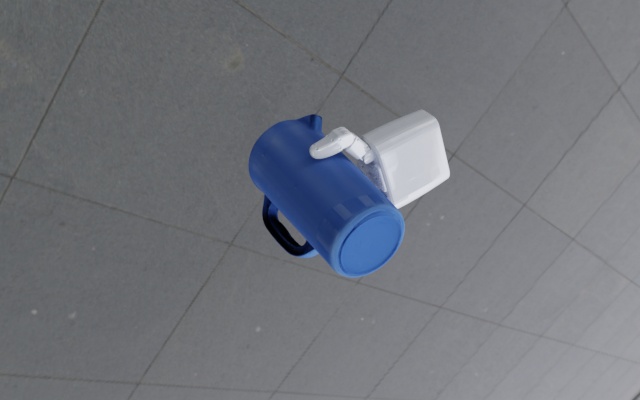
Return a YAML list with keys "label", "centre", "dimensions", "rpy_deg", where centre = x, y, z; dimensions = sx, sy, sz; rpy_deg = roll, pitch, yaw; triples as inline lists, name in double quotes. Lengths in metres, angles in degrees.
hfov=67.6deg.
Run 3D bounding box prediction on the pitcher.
- label: "pitcher"
  centre: [0.000, 0.002, 0.663]
  dimensions: [0.145, 0.149, 0.242]
  rpy_deg: [-28, 42, -14]
